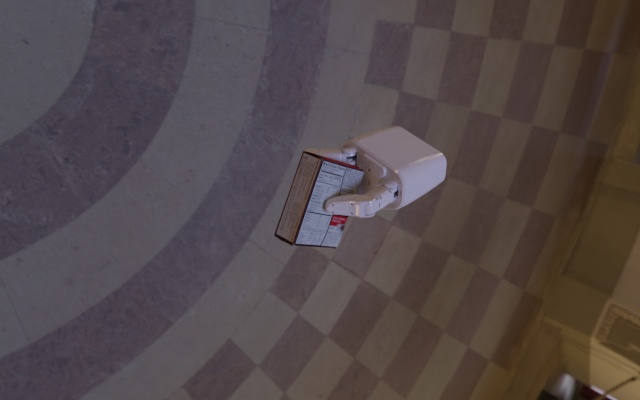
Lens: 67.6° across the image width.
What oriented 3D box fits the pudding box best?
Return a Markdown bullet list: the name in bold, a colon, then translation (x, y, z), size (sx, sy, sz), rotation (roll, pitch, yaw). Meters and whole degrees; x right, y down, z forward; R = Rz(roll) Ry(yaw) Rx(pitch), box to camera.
- **pudding box**: translation (0.000, 0.002, 0.597), size (0.039, 0.113, 0.090), rotation (23, 7, 40)
